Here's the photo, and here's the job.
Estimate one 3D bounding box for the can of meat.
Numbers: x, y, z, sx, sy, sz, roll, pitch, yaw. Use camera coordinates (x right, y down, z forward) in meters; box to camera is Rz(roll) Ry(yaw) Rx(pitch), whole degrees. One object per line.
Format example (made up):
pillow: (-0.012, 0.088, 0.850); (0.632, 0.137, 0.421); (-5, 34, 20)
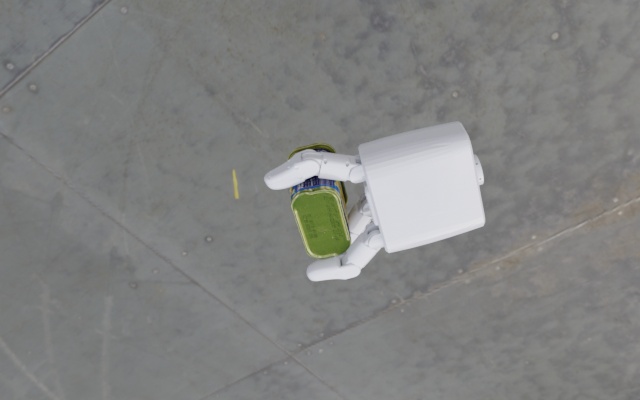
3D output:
can of meat: (0.000, 0.002, 0.531); (0.057, 0.102, 0.084); (-12, 38, 6)
